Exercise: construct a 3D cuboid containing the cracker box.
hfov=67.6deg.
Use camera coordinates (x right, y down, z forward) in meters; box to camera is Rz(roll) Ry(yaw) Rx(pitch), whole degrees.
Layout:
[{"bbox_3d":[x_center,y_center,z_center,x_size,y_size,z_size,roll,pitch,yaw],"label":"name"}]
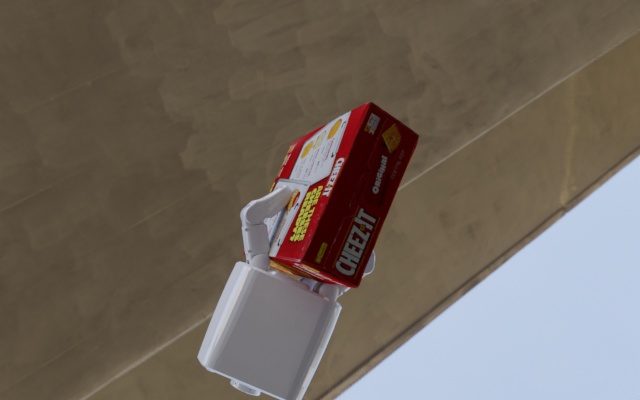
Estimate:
[{"bbox_3d":[0.000,0.002,0.527,0.072,0.164,0.214,28,-14,-19],"label":"cracker box"}]
